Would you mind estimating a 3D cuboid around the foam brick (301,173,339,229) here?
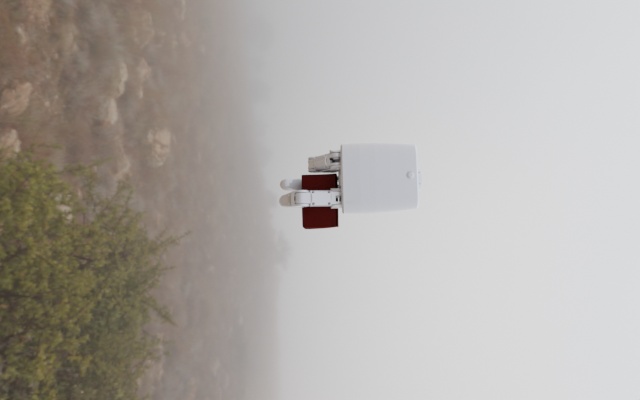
[{"bbox_3d":[0.000,0.003,0.700,0.051,0.078,0.053,-1,-5,3],"label":"foam brick"}]
